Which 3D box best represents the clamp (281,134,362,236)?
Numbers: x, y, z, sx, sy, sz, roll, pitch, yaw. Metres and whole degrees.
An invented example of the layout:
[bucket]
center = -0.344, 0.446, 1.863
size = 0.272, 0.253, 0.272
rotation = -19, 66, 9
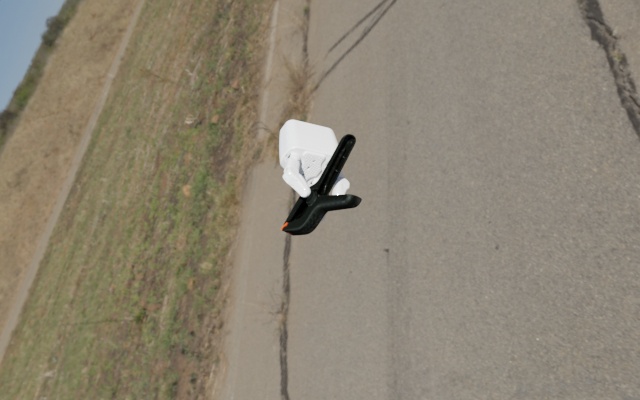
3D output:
[clamp]
center = -0.001, 0.003, 0.818
size = 0.036, 0.210, 0.164
rotation = 27, 32, -24
